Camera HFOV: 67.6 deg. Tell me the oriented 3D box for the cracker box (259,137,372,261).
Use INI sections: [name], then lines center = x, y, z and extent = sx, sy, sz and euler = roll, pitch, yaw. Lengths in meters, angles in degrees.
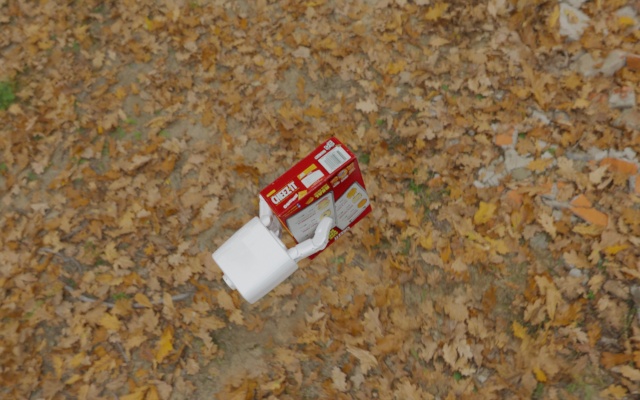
[cracker box]
center = 0.000, 0.003, 0.878
extent = 0.164, 0.072, 0.214
euler = -39, -29, -7
